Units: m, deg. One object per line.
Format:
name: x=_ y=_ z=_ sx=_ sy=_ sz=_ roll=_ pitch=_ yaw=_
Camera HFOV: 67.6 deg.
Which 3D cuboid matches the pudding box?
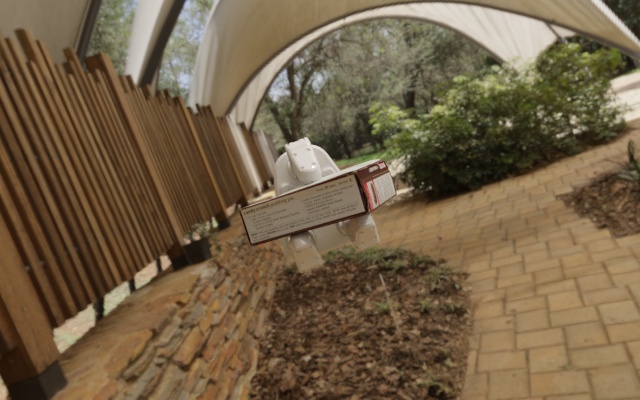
pudding box: x=0.000 y=0.001 z=0.415 sx=0.113 sy=0.039 sz=0.090 roll=-19 pitch=3 yaw=24
